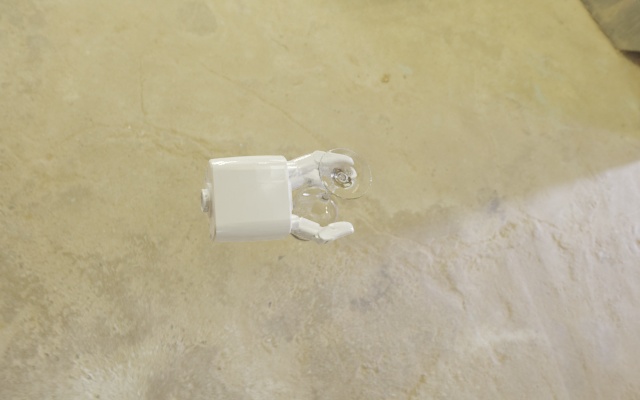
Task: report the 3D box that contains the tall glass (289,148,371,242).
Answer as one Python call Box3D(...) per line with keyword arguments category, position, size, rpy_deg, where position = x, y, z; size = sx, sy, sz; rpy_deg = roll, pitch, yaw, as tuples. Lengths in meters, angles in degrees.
Box3D(category="tall glass", position=(0.000, 0.002, 0.707), size=(0.079, 0.079, 0.201), rpy_deg=(0, -23, -20))
